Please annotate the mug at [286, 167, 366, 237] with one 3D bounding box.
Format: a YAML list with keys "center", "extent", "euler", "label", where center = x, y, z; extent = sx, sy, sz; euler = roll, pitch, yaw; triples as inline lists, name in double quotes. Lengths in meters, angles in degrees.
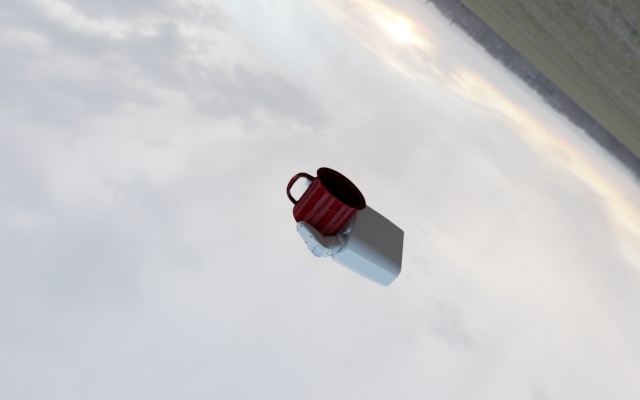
- center: [-0.001, 0.002, 0.737]
  extent: [0.117, 0.081, 0.093]
  euler: [32, 26, -15]
  label: "mug"
